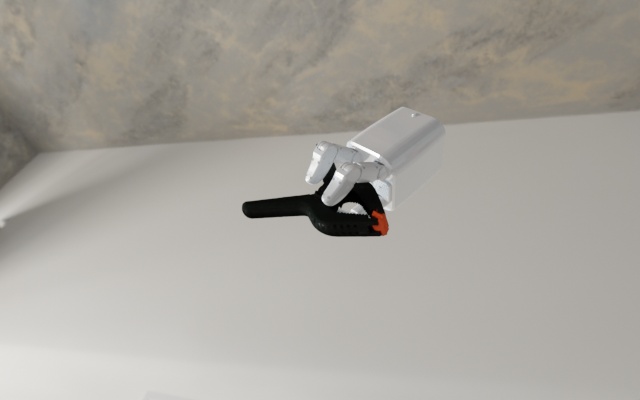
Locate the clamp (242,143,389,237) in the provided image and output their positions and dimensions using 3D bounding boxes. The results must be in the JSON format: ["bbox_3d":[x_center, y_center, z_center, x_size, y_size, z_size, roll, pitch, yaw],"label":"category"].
[{"bbox_3d":[0.001,0.003,0.636,0.164,0.036,0.210,-37,41,-17],"label":"clamp"}]
